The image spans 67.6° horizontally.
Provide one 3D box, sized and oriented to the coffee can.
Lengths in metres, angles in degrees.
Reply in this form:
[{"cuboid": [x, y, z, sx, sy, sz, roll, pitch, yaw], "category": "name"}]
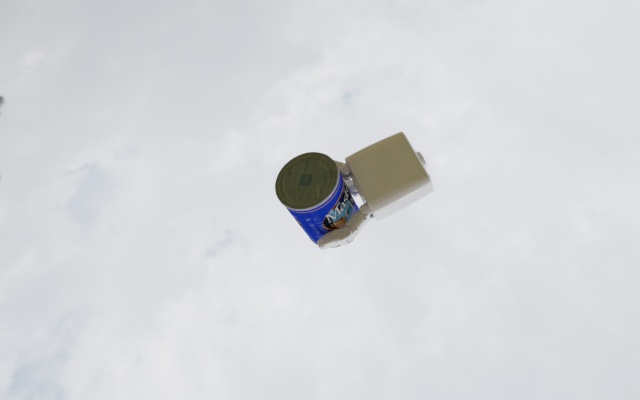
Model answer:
[{"cuboid": [0.000, 0.003, 0.777, 0.103, 0.102, 0.140, 0, -30, 22], "category": "coffee can"}]
